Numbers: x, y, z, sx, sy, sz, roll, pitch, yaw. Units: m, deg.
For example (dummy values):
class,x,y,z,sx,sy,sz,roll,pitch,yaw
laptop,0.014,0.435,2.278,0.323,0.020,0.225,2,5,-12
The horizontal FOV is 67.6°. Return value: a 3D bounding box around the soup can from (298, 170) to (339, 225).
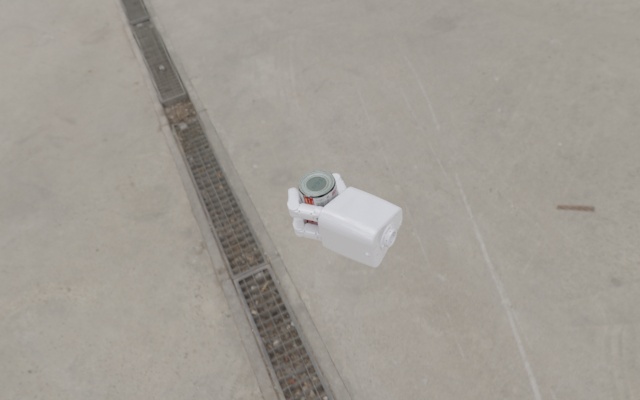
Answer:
class,x,y,z,sx,sy,sz,roll,pitch,yaw
soup can,0.000,0.002,0.865,0.068,0.068,0.102,0,-42,11
